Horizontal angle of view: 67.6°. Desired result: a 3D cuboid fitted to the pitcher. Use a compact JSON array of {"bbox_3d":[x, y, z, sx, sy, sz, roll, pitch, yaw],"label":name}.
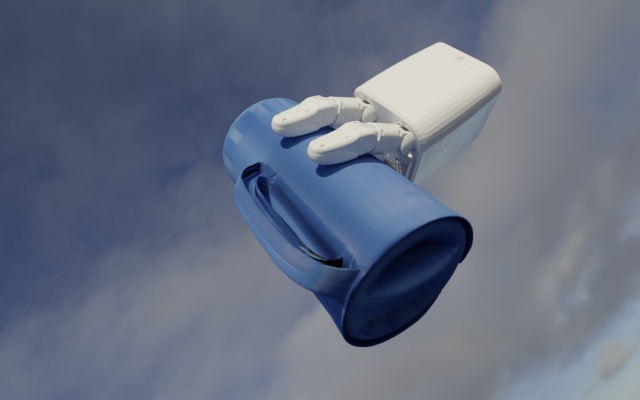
[{"bbox_3d":[0.000,0.001,0.434,0.145,0.149,0.242,-35,51,-13],"label":"pitcher"}]
